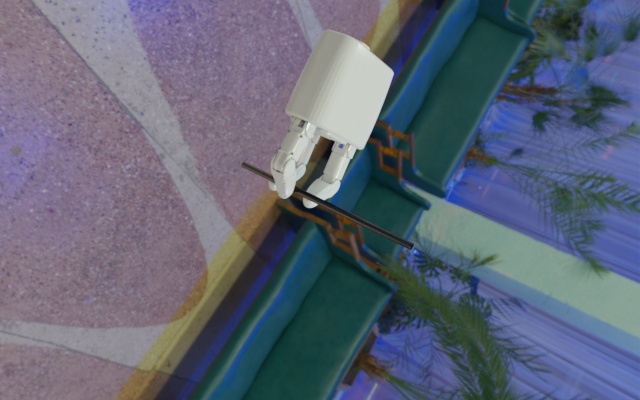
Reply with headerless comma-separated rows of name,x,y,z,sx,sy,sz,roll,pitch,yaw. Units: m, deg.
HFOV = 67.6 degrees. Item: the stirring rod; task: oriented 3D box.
stirring rod,0.000,0.002,0.564,0.239,0.011,0.011,26,11,24
